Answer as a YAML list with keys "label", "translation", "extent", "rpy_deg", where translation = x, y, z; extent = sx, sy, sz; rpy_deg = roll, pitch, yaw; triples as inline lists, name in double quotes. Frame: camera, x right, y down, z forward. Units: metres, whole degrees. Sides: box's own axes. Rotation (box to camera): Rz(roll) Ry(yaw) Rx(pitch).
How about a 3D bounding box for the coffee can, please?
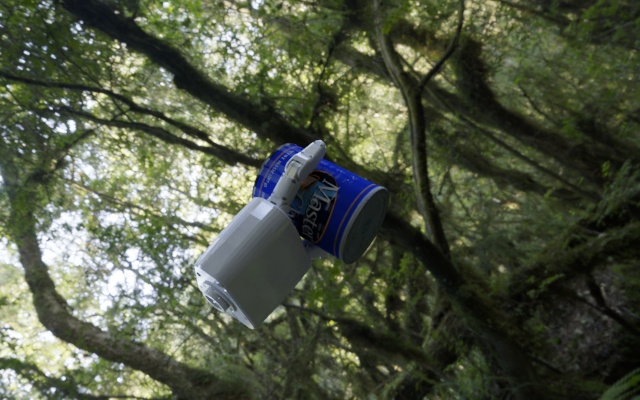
- label: "coffee can"
  translation: [0.000, 0.002, 0.599]
  extent: [0.140, 0.103, 0.103]
  rpy_deg: [28, 12, 24]
